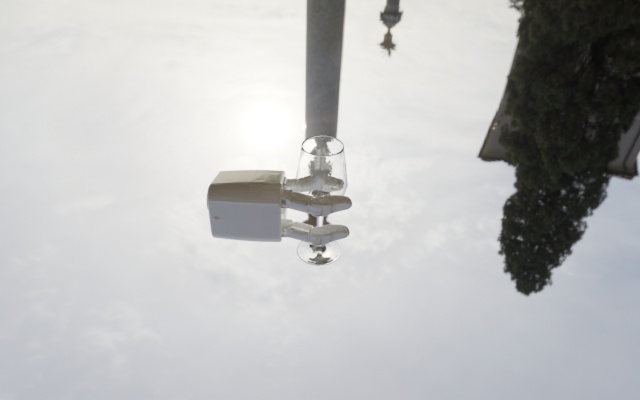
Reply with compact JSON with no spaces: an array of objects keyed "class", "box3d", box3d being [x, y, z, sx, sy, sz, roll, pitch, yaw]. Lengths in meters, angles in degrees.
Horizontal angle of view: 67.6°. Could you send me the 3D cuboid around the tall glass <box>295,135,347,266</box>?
[{"class":"tall glass","box3d":[0.000,0.003,0.738,0.079,0.201,0.079,2,35,-1]}]
